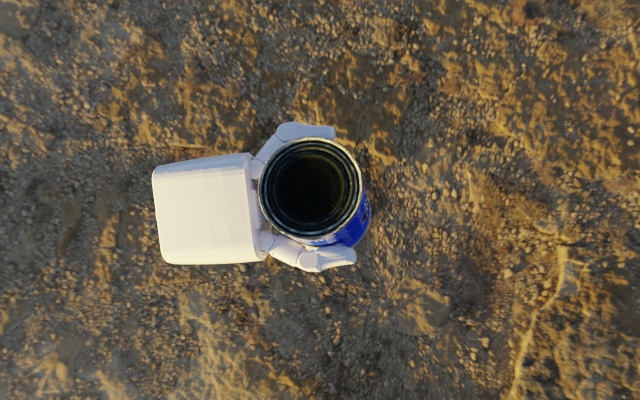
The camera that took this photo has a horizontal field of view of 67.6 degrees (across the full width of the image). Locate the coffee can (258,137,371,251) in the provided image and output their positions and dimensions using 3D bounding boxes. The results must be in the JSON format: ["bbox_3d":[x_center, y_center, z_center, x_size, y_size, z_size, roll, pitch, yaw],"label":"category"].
[{"bbox_3d":[0.000,0.002,0.523,0.103,0.102,0.140,0,-12,9],"label":"coffee can"}]
